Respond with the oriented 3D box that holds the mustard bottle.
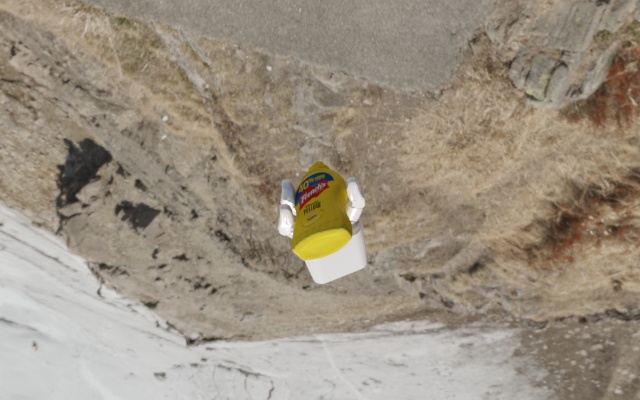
[{"bbox_3d":[0.000,0.003,0.787,0.096,0.191,0.058,-28,-51,23],"label":"mustard bottle"}]
